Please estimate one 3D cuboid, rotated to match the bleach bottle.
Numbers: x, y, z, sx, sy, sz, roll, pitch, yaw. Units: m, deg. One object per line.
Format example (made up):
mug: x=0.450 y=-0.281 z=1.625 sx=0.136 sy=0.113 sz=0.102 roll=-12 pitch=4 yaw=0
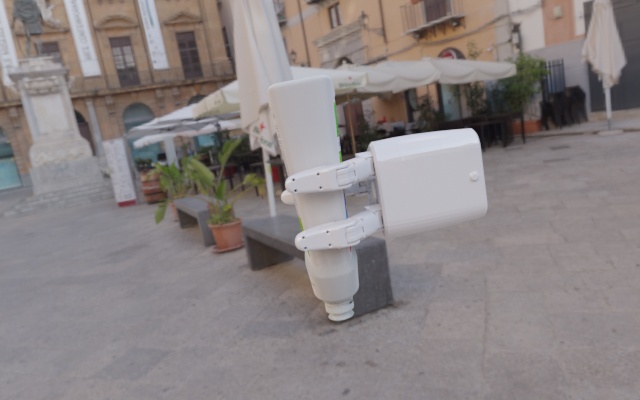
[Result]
bleach bottle: x=0.000 y=0.002 z=0.506 sx=0.068 sy=0.251 sz=0.102 roll=-10 pitch=10 yaw=0
